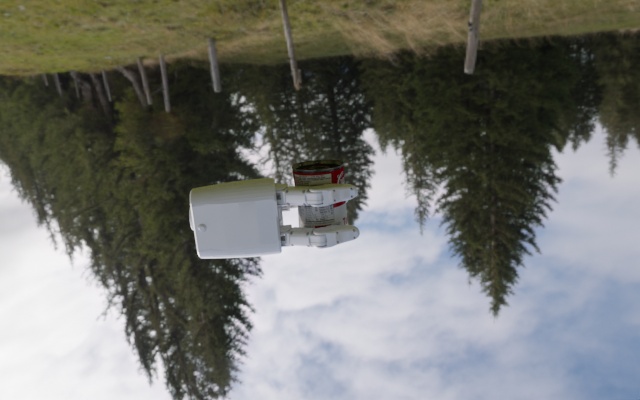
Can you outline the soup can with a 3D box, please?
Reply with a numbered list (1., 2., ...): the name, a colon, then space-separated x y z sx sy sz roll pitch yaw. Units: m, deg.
1. soup can: 0.001 0.002 0.633 0.068 0.102 0.068 -4 15 1
